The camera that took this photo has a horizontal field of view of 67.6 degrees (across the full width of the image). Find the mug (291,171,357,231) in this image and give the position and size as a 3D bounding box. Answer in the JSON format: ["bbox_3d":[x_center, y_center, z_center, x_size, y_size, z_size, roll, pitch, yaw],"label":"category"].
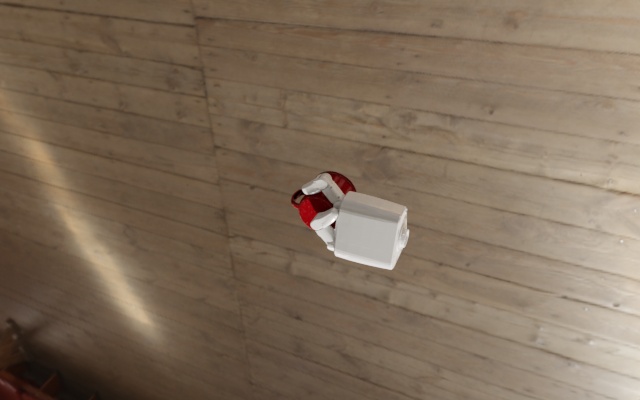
[{"bbox_3d":[-0.001,0.003,0.888,0.117,0.093,0.081,13,38,21],"label":"mug"}]
